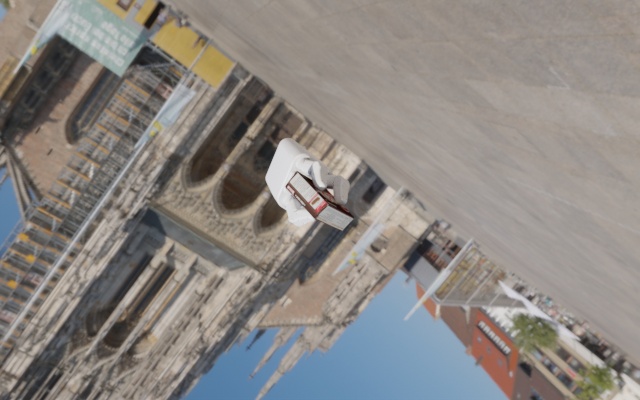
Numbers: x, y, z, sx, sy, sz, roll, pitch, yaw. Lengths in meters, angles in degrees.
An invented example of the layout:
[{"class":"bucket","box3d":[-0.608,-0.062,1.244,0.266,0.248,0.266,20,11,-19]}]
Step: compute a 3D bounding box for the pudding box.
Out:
[{"class":"pudding box","box3d":[0.000,0.003,0.828,0.090,0.039,0.113,45,11,28]}]
